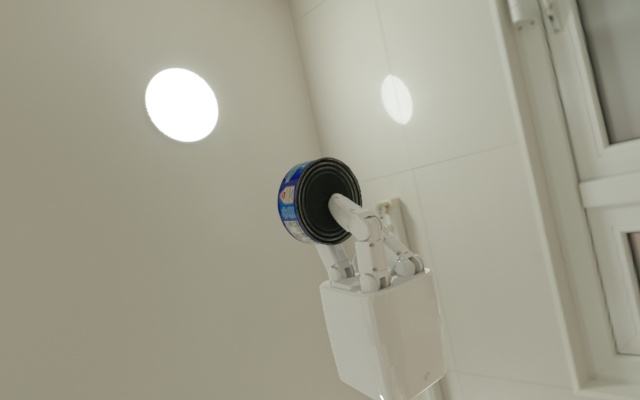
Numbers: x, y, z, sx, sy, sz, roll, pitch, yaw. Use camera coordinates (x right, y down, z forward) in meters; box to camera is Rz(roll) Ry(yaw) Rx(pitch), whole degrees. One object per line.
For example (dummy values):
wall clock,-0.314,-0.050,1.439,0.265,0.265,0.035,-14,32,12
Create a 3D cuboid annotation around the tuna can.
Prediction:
tuna can,0.000,0.002,0.476,0.086,0.086,0.034,0,-3,-40
